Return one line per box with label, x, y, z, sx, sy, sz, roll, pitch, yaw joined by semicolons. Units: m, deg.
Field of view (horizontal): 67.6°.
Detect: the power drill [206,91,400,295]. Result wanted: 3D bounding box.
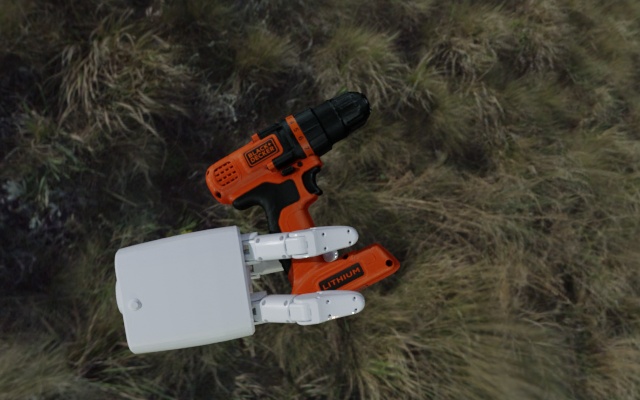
power drill;0.000;0.002;0.471;0.184;0.187;0.057;-30;-16;4
